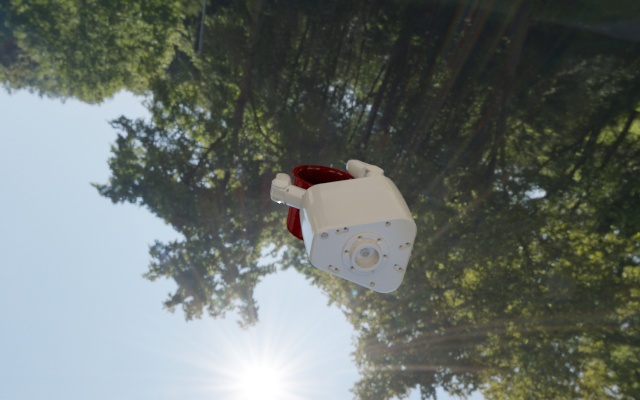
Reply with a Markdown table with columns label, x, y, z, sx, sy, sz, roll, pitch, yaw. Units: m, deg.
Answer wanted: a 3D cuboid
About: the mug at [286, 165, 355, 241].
| label | x | y | z | sx | sy | sz | roll | pitch | yaw |
| --- | --- | --- | --- | --- | --- | --- | --- | --- | --- |
| mug | 0.000 | 0.002 | 0.645 | 0.093 | 0.081 | 0.117 | 10 | 21 | -9 |
